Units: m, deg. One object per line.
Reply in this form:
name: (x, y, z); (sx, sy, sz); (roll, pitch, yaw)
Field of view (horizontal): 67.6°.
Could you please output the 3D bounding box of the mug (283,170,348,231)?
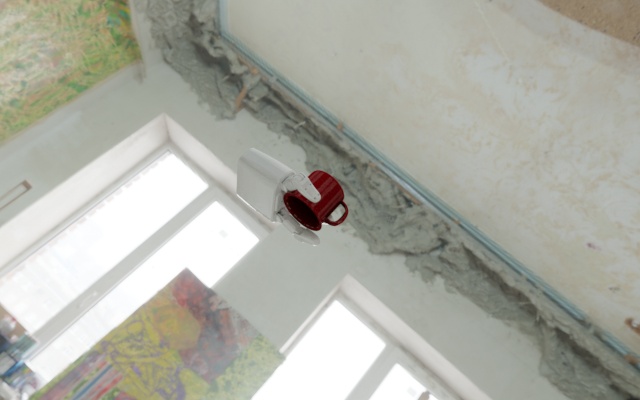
mug: (0.001, 0.003, 0.896); (0.117, 0.081, 0.093); (33, -28, 23)
